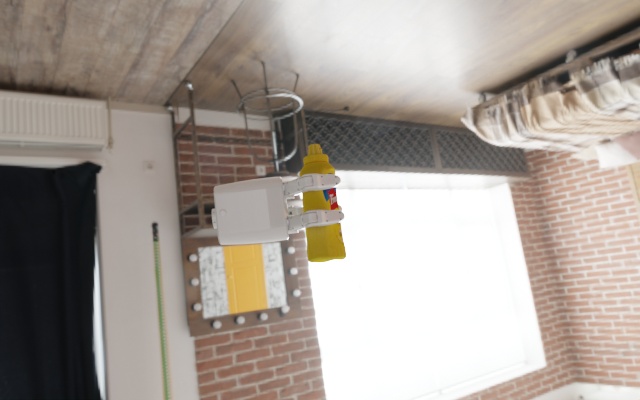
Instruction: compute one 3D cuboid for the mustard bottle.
[{"bbox_3d":[0.000,0.003,0.770,0.058,0.191,0.096,-10,-10,18],"label":"mustard bottle"}]
